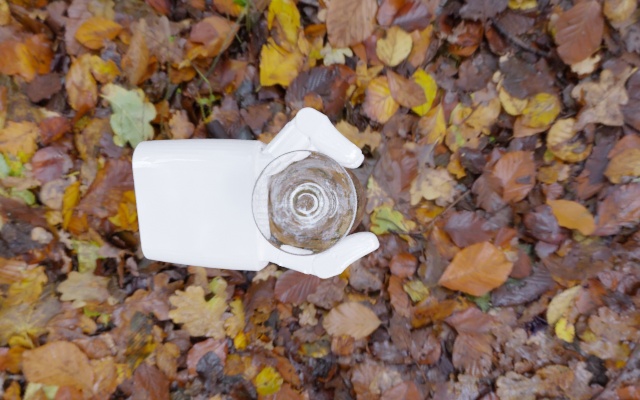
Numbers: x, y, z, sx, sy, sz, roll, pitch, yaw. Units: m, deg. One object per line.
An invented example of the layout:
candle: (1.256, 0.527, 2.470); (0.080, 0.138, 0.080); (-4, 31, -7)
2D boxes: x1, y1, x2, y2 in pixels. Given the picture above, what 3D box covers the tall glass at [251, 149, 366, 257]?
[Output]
tall glass: (0.000, 0.001, 0.427); (0.079, 0.079, 0.201); (0, 0, 7)
